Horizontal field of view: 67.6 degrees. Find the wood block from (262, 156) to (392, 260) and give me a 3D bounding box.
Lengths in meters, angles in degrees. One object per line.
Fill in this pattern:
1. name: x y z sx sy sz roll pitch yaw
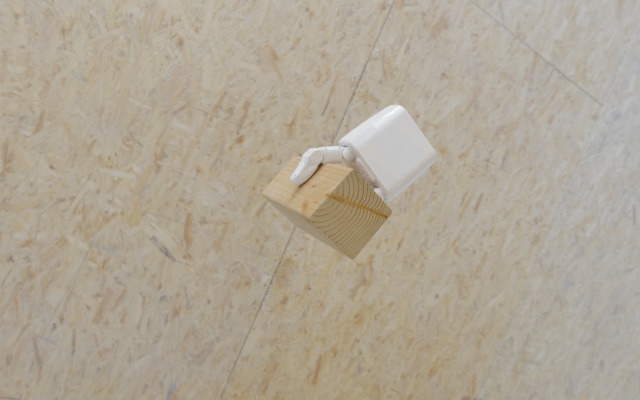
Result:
1. wood block: 0.000 0.002 0.714 0.091 0.090 0.206 46 -10 -24
